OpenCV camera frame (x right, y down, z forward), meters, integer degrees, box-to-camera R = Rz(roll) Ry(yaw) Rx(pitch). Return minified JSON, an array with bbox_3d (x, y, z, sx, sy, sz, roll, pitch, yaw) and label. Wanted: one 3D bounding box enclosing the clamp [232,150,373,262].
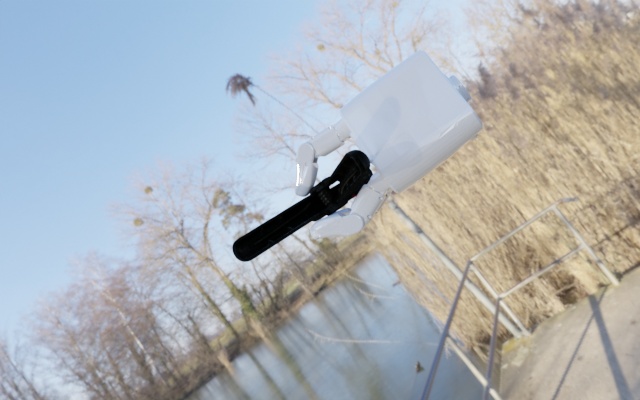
[{"bbox_3d":[0.000,0.001,0.526,0.164,0.036,0.210,-35,-5,15],"label":"clamp"}]
